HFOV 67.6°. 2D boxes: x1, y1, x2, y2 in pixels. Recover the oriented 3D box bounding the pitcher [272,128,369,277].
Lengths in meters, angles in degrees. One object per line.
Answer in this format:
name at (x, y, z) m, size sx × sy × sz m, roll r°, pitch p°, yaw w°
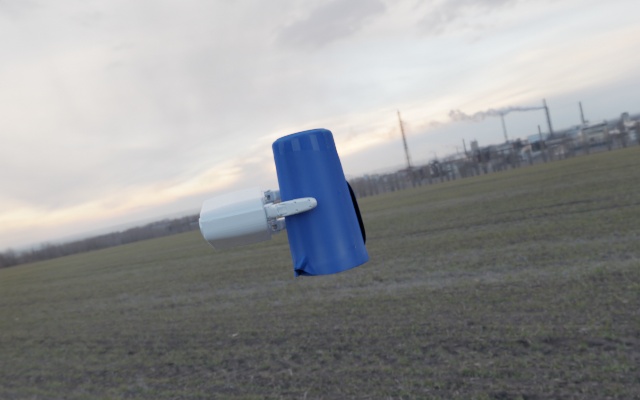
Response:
pitcher at (0.000, 0.003, 0.833) m, size 0.145 × 0.243 × 0.149 m, roll -13°, pitch 2°, yaw -3°
